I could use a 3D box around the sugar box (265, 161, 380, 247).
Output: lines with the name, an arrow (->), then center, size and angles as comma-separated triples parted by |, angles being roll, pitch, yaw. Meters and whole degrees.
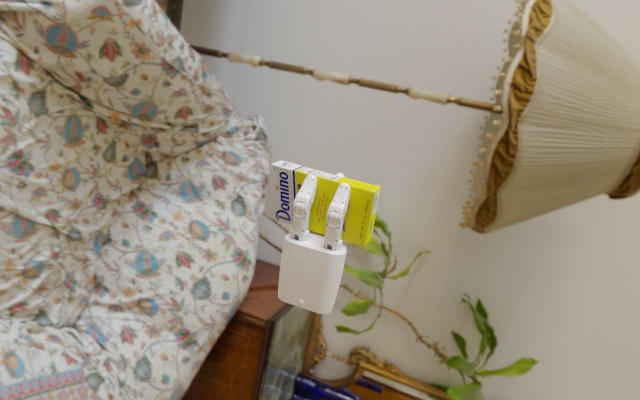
sugar box -> 0.000, 0.003, 0.754 | 0.176, 0.093, 0.048 | 14, 18, 16
